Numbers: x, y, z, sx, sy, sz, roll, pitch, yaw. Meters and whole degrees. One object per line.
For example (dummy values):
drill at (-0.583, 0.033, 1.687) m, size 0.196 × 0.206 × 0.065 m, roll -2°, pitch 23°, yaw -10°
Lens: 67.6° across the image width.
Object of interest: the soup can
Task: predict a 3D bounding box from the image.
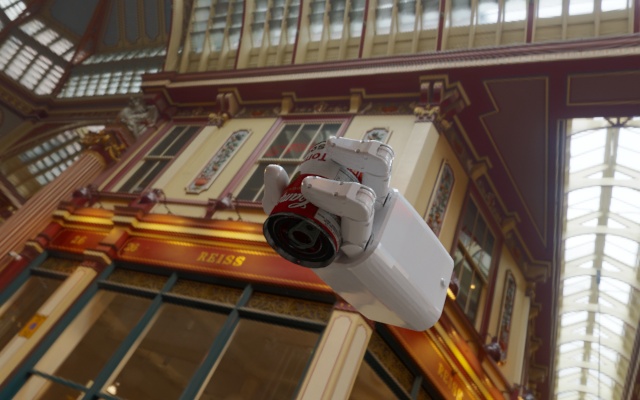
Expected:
soup can at (0.000, 0.001, 0.437) m, size 0.068 × 0.068 × 0.102 m, roll 0°, pitch 43°, yaw 31°
